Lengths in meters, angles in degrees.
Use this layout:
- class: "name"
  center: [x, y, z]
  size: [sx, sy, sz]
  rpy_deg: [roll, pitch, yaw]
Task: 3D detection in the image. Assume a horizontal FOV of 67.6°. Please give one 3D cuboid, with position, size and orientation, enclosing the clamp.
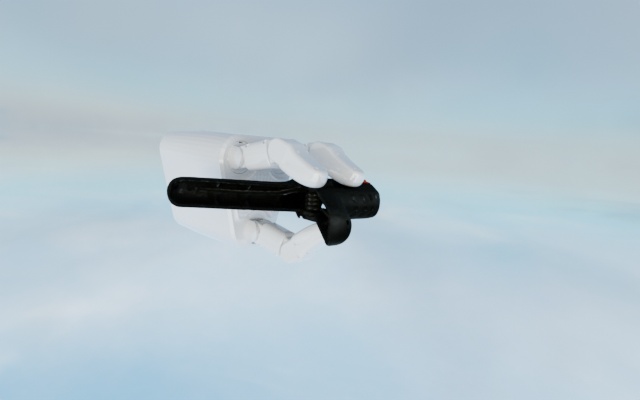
- class: "clamp"
  center: [0.000, 0.002, 0.419]
  size: [0.164, 0.036, 0.210]
  rpy_deg: [14, 12, 37]
